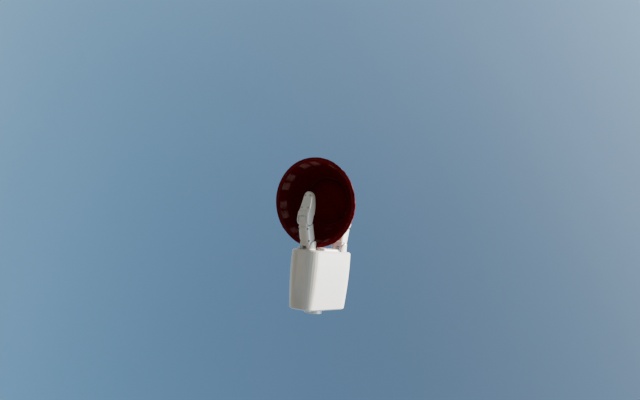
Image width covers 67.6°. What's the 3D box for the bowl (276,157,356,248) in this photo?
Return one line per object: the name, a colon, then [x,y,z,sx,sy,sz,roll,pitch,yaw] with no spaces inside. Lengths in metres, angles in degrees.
bowl: [0.001,0.002,0.869,0.162,0.162,0.055,0,3,29]
